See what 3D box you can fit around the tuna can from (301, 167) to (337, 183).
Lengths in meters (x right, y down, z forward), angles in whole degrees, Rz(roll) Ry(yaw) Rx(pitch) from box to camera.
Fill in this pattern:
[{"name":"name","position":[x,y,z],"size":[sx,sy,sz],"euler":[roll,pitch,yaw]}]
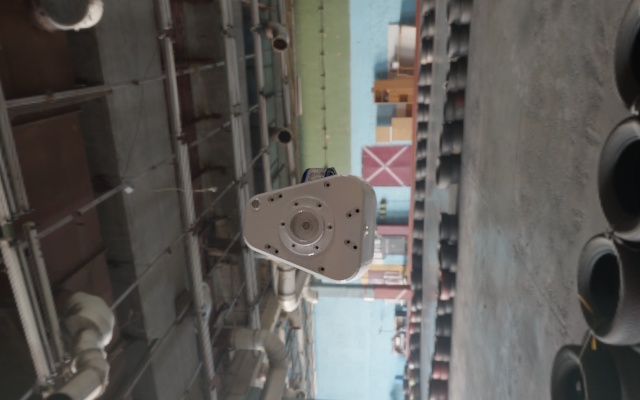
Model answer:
[{"name":"tuna can","position":[0.000,0.002,0.587],"size":[0.034,0.086,0.086],"euler":[0,0,13]}]
